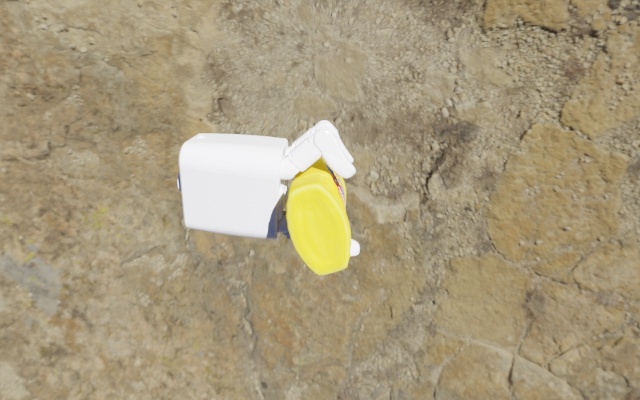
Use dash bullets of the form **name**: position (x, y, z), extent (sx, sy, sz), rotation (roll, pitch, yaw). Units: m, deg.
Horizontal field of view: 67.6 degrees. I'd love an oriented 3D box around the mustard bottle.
- **mustard bottle**: position (0.000, 0.002, 0.541), extent (0.058, 0.096, 0.191), rotation (-18, 16, 7)
